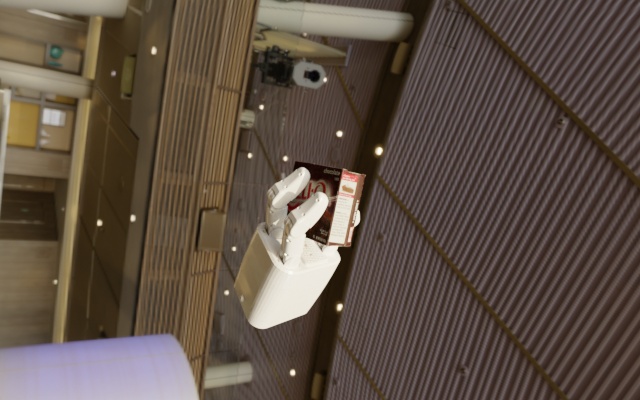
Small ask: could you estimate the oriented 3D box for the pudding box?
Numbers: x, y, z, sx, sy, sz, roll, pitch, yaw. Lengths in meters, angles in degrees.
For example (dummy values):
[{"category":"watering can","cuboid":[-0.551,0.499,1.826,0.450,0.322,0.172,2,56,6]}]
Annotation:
[{"category":"pudding box","cuboid":[0.000,0.002,0.585,0.039,0.090,0.113,9,4,-36]}]
